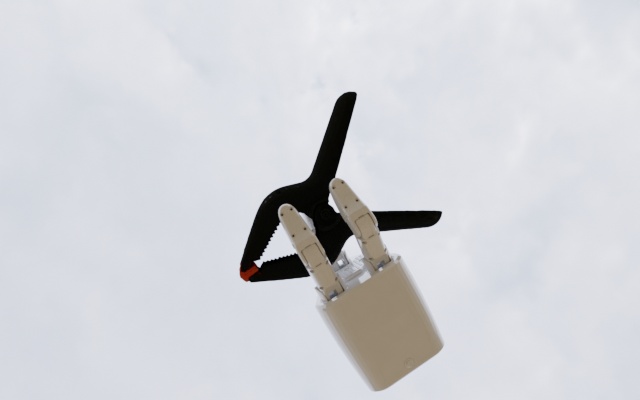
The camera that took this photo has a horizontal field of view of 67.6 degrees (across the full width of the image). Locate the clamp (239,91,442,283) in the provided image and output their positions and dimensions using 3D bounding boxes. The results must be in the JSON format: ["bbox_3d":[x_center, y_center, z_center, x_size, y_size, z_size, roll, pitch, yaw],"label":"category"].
[{"bbox_3d":[0.000,0.002,0.480,0.210,0.164,0.036,-31,5,-8],"label":"clamp"}]
